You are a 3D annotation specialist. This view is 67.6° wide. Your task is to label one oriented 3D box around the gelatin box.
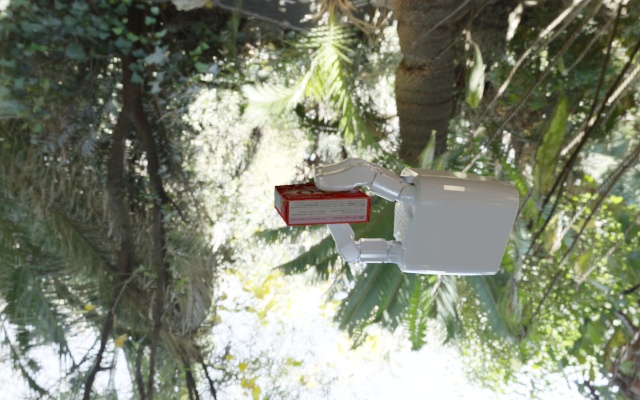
[{"bbox_3d":[0.000,0.002,0.502,0.089,0.030,0.073,-3,14,-14],"label":"gelatin box"}]
